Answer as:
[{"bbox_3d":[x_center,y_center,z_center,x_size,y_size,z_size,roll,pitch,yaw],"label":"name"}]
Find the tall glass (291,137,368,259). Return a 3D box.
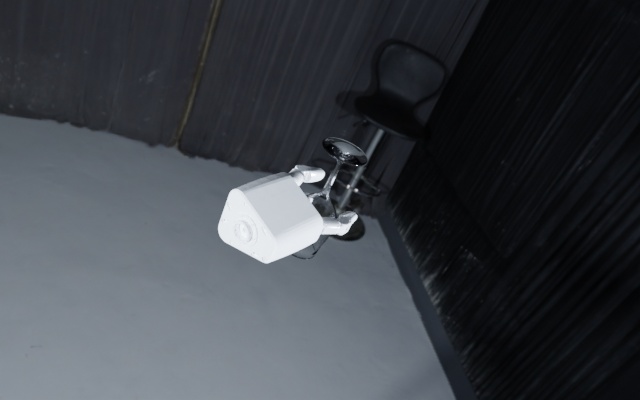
[{"bbox_3d":[0.001,0.002,0.770,0.079,0.201,0.079,18,31,-12],"label":"tall glass"}]
